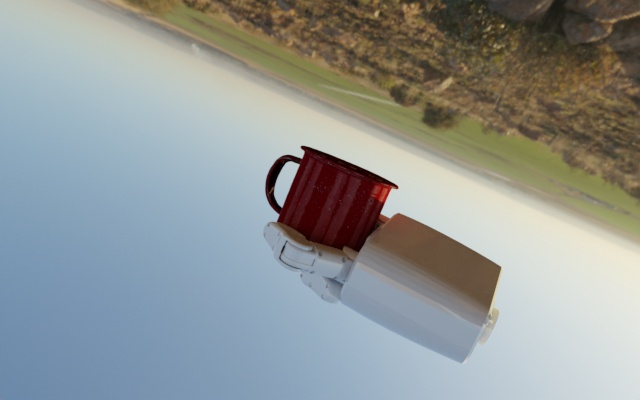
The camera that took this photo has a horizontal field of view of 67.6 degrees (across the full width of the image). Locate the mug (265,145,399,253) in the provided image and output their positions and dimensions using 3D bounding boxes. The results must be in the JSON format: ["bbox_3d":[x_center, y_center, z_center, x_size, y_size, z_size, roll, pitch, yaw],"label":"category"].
[{"bbox_3d":[-0.001,0.001,0.426,0.117,0.081,0.093,26,9,18],"label":"mug"}]
